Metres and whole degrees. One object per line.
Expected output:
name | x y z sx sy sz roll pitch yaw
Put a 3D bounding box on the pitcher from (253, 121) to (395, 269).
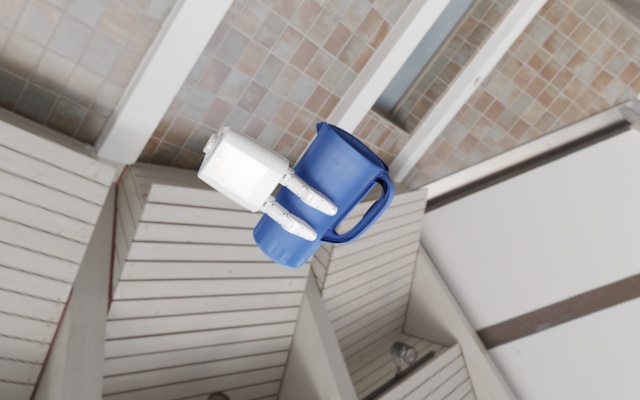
pitcher | 0.000 0.003 0.807 0.145 0.243 0.149 32 16 -22
